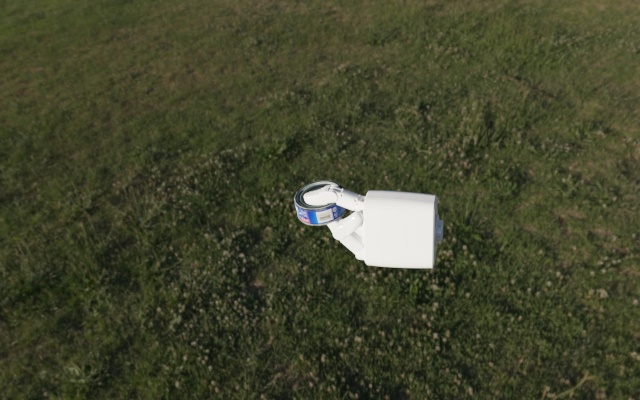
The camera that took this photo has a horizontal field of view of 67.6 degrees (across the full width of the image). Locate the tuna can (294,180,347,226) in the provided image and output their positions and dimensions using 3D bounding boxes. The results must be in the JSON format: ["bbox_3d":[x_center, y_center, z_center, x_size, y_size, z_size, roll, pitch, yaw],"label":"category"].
[{"bbox_3d":[0.000,0.002,0.794,0.086,0.034,0.086,-9,35,6],"label":"tuna can"}]
